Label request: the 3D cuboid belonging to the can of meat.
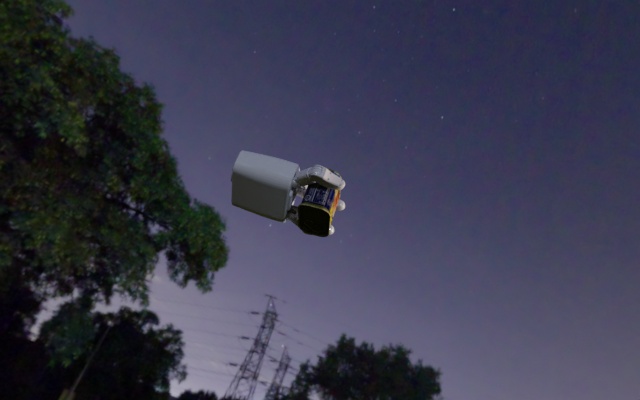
[{"bbox_3d":[0.000,0.002,0.839,0.057,0.084,0.102,15,-30,8],"label":"can of meat"}]
